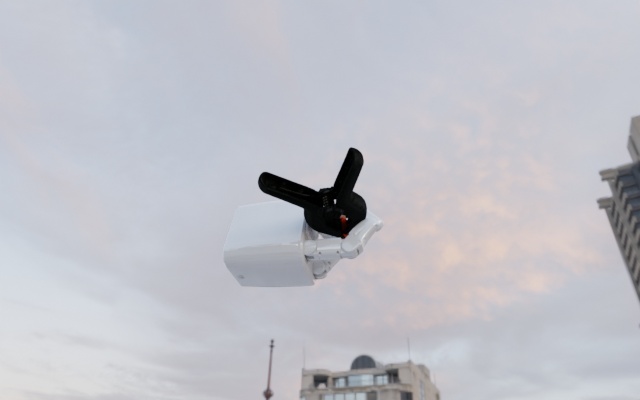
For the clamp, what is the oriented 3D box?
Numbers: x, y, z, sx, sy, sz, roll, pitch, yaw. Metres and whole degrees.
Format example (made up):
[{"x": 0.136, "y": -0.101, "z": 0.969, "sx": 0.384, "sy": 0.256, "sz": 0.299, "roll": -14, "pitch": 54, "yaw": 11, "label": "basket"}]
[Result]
[{"x": 0.000, "y": 0.001, "z": 0.577, "sx": 0.120, "sy": 0.039, "sz": 0.172, "roll": -5, "pitch": -34, "yaw": 10, "label": "clamp"}]
